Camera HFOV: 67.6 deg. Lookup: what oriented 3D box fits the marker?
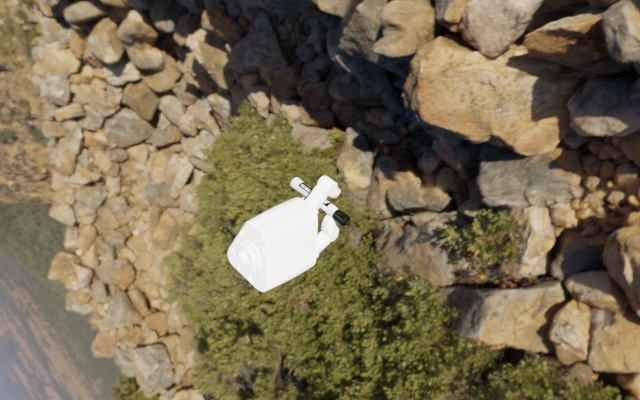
[{"bbox_3d":[0.000,0.002,0.756,0.121,0.020,0.020,37,18,26],"label":"marker"}]
